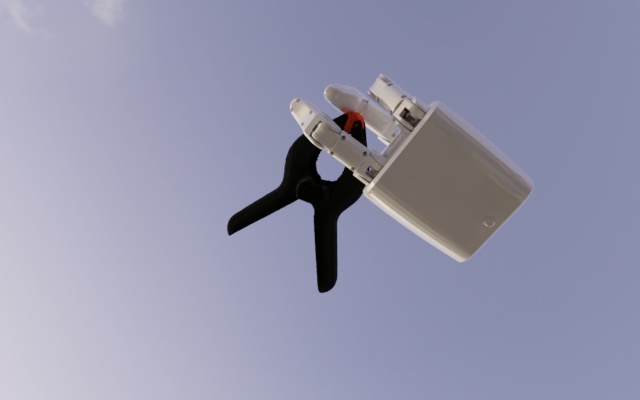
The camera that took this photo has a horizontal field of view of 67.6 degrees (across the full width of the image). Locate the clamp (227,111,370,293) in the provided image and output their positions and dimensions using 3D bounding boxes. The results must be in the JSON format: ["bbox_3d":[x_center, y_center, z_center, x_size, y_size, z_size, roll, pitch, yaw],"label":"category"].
[{"bbox_3d":[0.000,0.001,0.447,0.120,0.171,0.039,38,19,-1],"label":"clamp"}]
